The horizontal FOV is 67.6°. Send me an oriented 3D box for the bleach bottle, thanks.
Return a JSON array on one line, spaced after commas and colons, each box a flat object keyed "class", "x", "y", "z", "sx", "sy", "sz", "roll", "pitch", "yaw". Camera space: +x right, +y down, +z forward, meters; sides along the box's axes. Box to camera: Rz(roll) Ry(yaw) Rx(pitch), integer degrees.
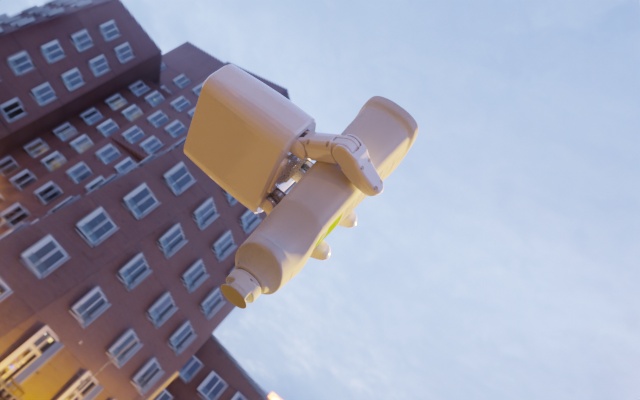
[{"class": "bleach bottle", "x": 0.000, "y": 0.002, "z": 0.462, "sx": 0.250, "sy": 0.068, "sz": 0.103, "roll": -46, "pitch": -11, "yaw": -35}]
